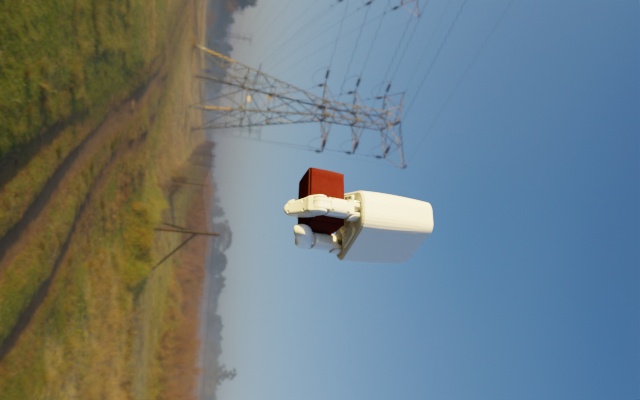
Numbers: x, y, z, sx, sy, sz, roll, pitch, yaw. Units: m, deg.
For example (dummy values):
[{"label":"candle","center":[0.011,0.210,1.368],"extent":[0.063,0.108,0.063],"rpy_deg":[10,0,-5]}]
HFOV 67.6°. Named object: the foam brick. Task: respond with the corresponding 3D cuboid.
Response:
[{"label":"foam brick","center":[0.000,0.002,0.666],"extent":[0.051,0.078,0.053],"rpy_deg":[8,-22,-18]}]
